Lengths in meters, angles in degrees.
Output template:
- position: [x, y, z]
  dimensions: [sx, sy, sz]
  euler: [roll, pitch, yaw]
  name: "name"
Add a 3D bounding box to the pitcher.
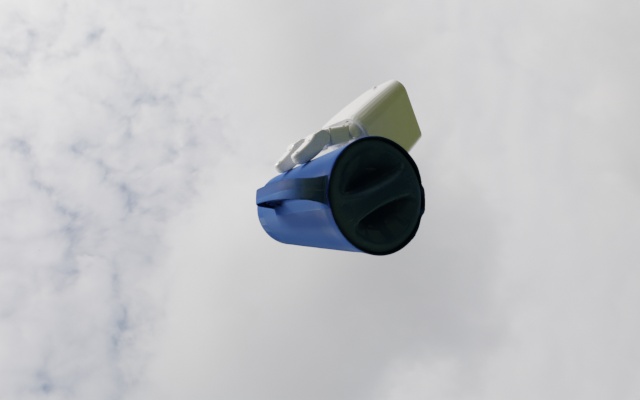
- position: [0.000, 0.002, 0.621]
  dimensions: [0.145, 0.149, 0.243]
  euler: [-47, 18, -25]
  name: "pitcher"
